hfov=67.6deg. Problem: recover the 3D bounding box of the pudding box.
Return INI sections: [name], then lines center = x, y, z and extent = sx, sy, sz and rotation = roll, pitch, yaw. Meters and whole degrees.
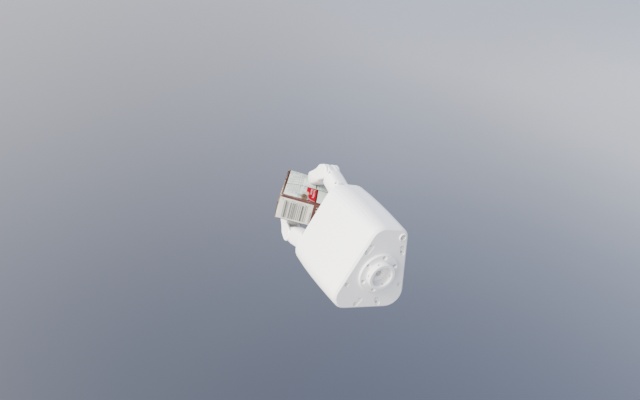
[pudding box]
center = 0.000, 0.002, 0.659
extent = 0.113, 0.039, 0.090
rotation = 16, 24, -3
